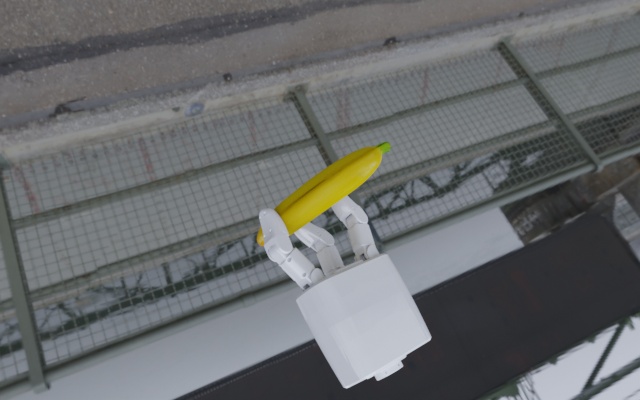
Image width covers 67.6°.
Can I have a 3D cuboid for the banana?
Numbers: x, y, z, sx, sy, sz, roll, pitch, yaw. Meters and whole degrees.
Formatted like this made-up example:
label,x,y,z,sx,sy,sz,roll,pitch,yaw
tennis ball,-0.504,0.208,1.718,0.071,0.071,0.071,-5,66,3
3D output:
label,x,y,z,sx,sy,sz,roll,pitch,yaw
banana,-0.003,-0.002,0.538,0.198,0.037,0.069,-35,-15,13
